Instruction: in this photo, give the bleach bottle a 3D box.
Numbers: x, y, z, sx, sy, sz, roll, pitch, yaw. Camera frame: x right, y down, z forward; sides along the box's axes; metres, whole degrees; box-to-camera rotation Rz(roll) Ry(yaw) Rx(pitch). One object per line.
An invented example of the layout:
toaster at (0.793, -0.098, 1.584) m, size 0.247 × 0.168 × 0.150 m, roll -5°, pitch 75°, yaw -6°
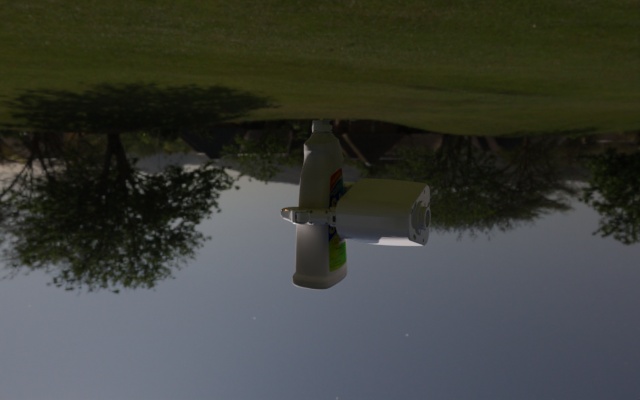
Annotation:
bleach bottle at (0.000, 0.002, 0.739) m, size 0.068 × 0.251 × 0.102 m, roll 3°, pitch 9°, yaw 27°
